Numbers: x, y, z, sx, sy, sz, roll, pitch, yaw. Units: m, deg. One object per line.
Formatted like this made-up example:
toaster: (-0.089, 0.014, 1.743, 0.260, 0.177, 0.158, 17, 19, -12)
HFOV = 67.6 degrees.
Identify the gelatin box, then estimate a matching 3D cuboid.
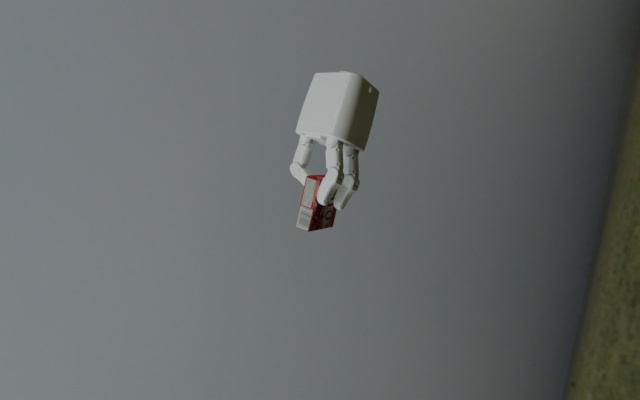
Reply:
gelatin box: (0.000, 0.003, 0.776, 0.030, 0.089, 0.073, 21, 15, 31)
